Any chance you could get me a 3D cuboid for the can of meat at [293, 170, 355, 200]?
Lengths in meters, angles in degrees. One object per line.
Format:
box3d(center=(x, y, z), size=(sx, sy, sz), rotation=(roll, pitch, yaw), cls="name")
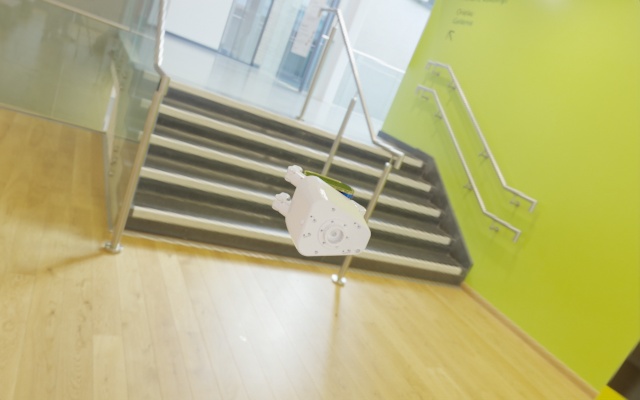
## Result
box3d(center=(0.000, 0.002, 0.844), size=(0.102, 0.084, 0.057), rotation=(18, 16, -15), cls="can of meat")
